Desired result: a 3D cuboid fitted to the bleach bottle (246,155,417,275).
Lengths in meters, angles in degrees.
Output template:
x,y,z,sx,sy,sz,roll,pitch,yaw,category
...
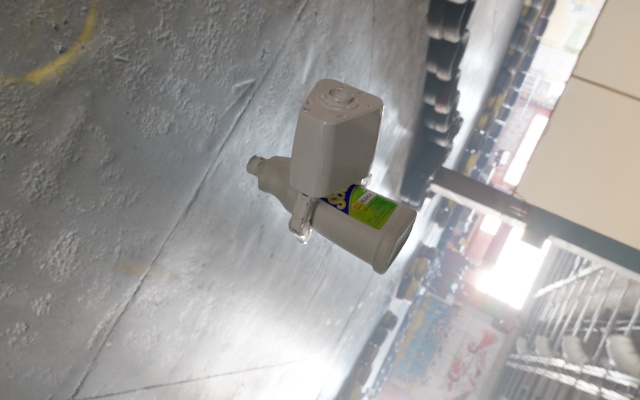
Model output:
x,y,z,sx,sy,sz,roll,pitch,yaw,category
0.000,0.002,0.663,0.251,0.068,0.102,26,42,19,bleach bottle
